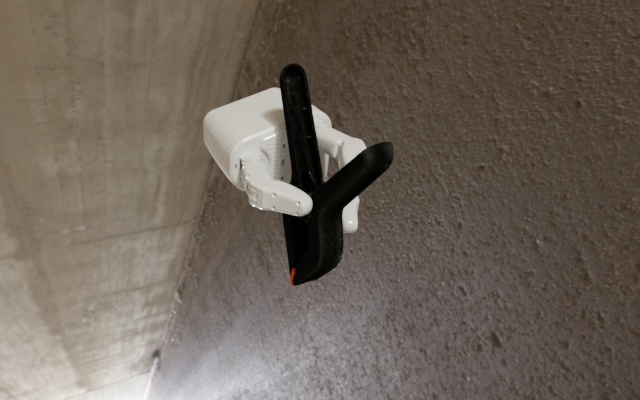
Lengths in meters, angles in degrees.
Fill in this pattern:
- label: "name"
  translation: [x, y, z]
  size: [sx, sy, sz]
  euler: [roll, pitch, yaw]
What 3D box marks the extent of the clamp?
- label: "clamp"
  translation: [-0.001, 0.002, 0.427]
  size: [0.036, 0.210, 0.164]
  euler: [-9, 32, -26]
